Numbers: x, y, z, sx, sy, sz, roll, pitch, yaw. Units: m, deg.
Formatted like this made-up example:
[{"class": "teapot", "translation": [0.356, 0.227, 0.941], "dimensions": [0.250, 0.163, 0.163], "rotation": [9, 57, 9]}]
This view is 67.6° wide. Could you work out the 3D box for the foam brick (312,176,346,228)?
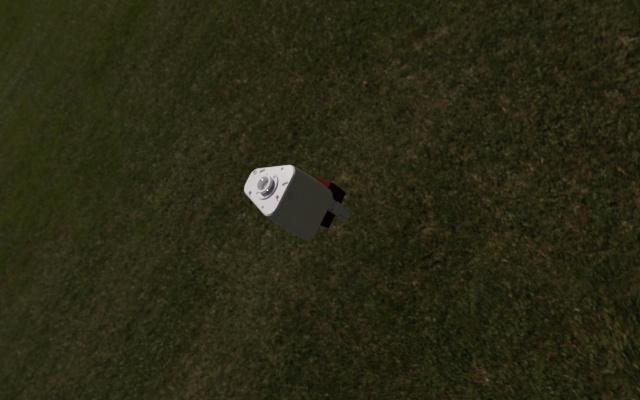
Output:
[{"class": "foam brick", "translation": [0.000, 0.003, 0.884], "dimensions": [0.053, 0.078, 0.051], "rotation": [18, -11, 44]}]
